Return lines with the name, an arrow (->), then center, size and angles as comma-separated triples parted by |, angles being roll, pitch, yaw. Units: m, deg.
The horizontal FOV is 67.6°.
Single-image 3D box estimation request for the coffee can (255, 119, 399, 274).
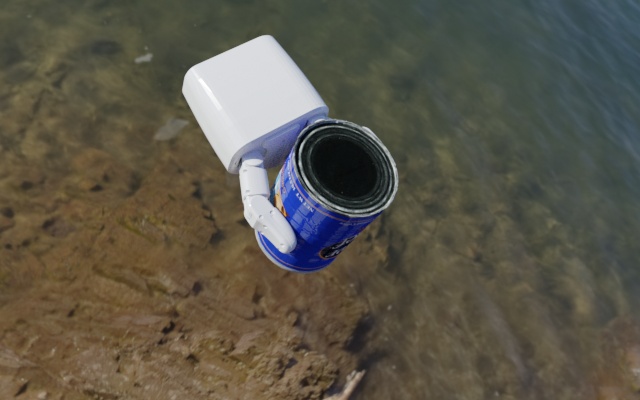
coffee can -> 0.000, 0.002, 0.480 | 0.103, 0.102, 0.140 | 0, -28, -23
